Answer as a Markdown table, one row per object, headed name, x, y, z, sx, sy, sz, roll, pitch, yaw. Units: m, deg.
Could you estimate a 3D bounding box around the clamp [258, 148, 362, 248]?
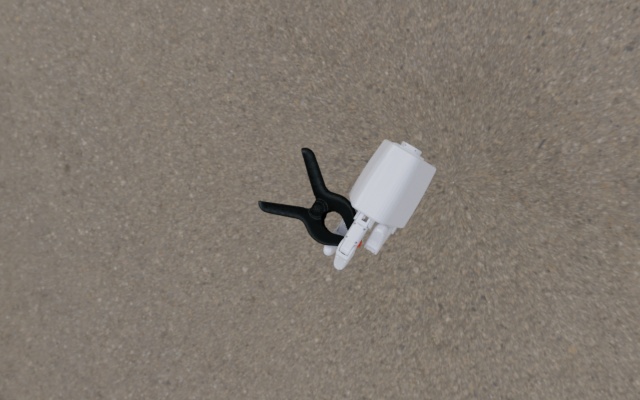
| name | x | y | z | sx | sy | sz | roll | pitch | yaw |
| --- | --- | --- | --- | --- | --- | --- | --- | --- | --- |
| clamp | 0.000 | 0.003 | 0.723 | 0.171 | 0.120 | 0.039 | 32 | 10 | 12 |
